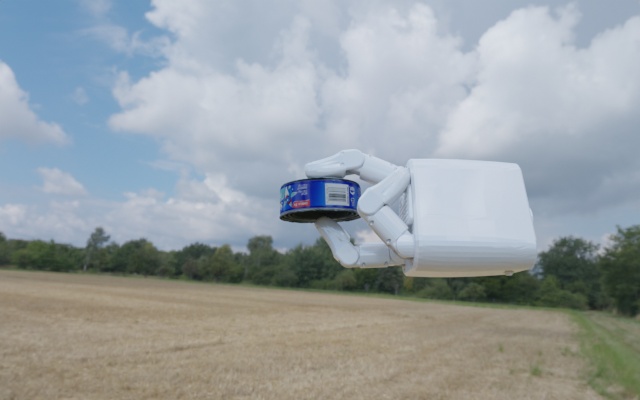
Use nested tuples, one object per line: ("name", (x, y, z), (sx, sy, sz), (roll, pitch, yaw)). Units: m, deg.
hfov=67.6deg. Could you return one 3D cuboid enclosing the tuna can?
("tuna can", (0.000, 0.001, 0.496), (0.086, 0.033, 0.086), (-1, -11, 0))
